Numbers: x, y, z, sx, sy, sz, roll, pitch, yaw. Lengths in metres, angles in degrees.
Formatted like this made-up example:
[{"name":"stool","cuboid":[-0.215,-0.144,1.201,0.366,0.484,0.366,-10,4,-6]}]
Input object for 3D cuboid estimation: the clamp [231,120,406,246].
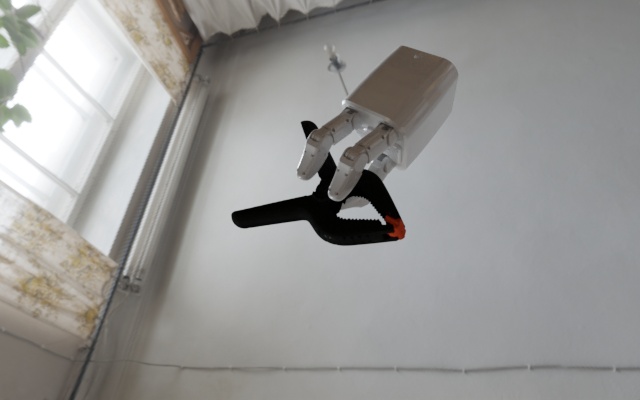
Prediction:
[{"name":"clamp","cuboid":[0.001,0.002,0.551,0.210,0.164,0.036,33,-11,37]}]
